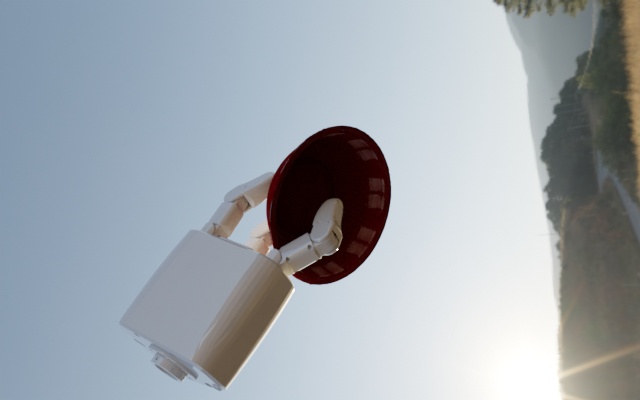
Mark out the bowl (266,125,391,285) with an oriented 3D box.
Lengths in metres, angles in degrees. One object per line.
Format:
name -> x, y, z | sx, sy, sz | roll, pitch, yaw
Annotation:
bowl -> 0.001, 0.001, 0.493 | 0.162, 0.162, 0.055 | 0, 12, -41
